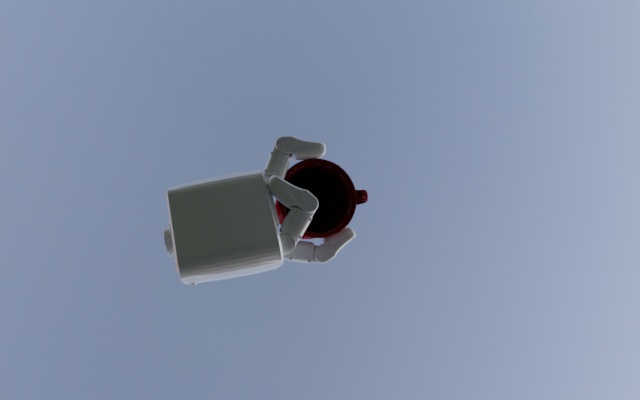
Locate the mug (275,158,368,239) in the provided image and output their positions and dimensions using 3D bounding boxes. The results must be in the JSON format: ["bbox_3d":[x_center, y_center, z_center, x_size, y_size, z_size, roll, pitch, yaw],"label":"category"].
[{"bbox_3d":[0.001,0.002,0.587,0.117,0.093,0.081,-9,-8,-14],"label":"mug"}]
